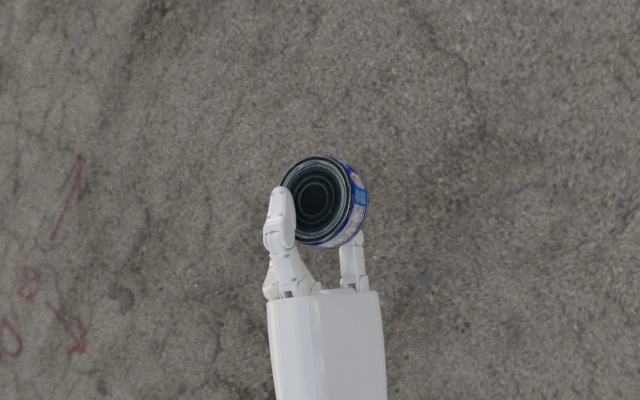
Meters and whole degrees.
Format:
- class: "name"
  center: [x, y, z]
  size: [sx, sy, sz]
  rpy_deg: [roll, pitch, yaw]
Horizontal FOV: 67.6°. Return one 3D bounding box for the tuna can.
- class: "tuna can"
  center: [0.000, 0.001, 0.448]
  size: [0.086, 0.086, 0.034]
  rpy_deg: [0, -10, 32]
